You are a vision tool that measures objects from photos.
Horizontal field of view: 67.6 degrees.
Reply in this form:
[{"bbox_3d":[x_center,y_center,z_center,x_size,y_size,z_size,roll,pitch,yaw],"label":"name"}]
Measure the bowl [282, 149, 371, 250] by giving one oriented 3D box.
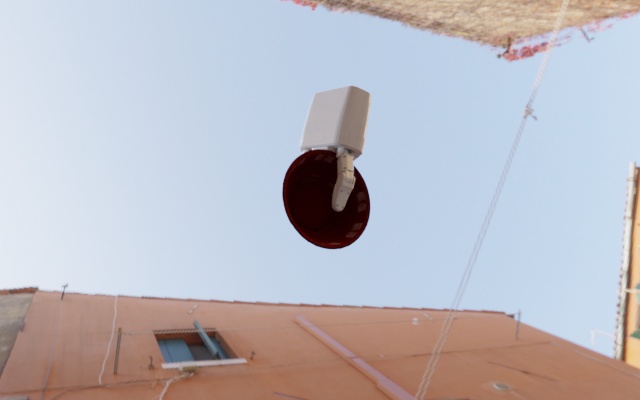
[{"bbox_3d":[-0.001,0.004,0.765,0.162,0.162,0.055,0,-14,-32],"label":"bowl"}]
